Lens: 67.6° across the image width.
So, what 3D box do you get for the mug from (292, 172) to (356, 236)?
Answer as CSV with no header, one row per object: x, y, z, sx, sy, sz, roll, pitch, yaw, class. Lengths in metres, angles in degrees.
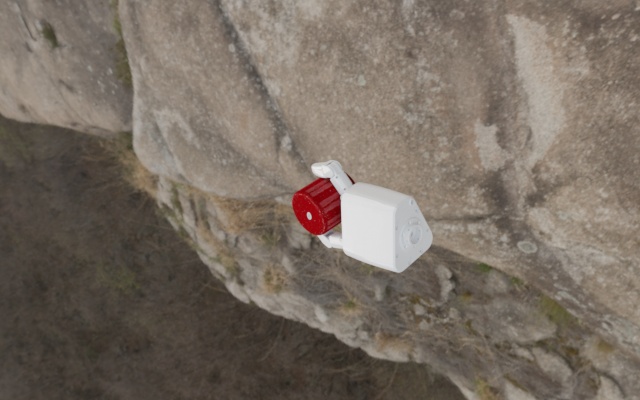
-0.001,0.002,0.793,0.081,0.093,0.117,-33,29,-31,mug
